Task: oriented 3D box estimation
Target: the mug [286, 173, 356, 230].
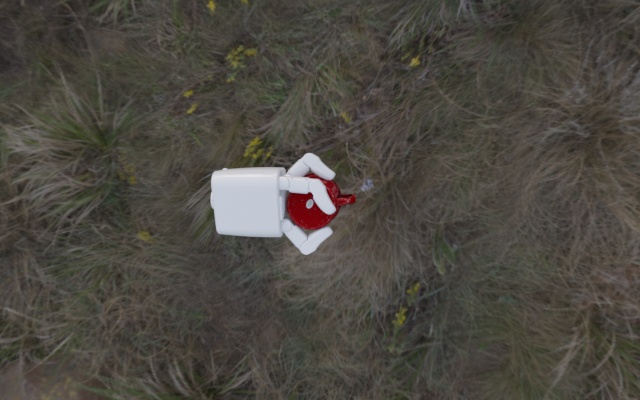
[{"bbox_3d":[0.002,0.003,0.794,0.117,0.093,0.081,-2,7,4],"label":"mug"}]
